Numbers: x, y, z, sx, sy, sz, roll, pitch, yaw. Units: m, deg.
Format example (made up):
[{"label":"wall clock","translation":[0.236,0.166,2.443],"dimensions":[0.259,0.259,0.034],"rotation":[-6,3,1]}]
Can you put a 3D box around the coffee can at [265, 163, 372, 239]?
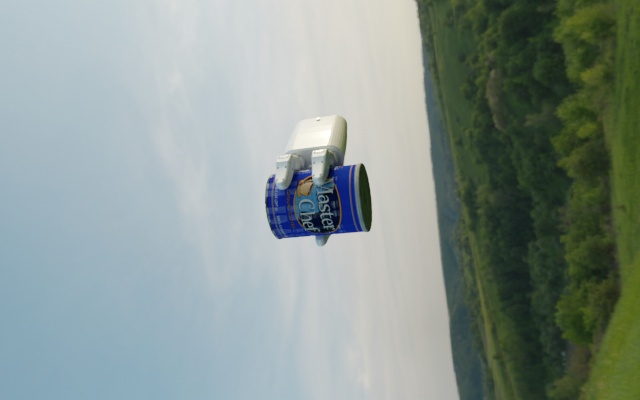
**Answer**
[{"label":"coffee can","translation":[0.000,0.003,0.720],"dimensions":[0.140,0.103,0.103],"rotation":[-6,-2,14]}]
